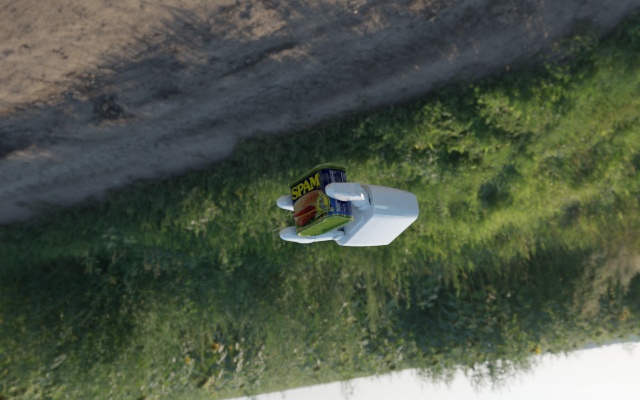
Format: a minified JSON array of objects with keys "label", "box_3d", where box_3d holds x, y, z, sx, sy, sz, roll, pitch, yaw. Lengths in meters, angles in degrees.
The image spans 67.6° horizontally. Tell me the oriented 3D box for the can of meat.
[{"label":"can of meat","box_3d":[0.000,0.003,0.728,0.057,0.084,0.102,7,-24,-39]}]
